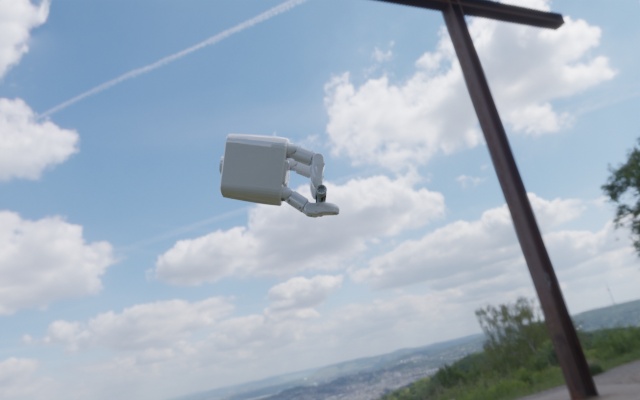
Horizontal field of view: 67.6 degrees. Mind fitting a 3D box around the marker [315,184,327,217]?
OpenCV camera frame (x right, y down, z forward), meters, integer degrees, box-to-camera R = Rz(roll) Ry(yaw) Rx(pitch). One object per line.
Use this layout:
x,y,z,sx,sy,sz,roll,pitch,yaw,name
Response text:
0.000,0.003,0.835,0.020,0.020,0.121,0,-20,-1,marker
